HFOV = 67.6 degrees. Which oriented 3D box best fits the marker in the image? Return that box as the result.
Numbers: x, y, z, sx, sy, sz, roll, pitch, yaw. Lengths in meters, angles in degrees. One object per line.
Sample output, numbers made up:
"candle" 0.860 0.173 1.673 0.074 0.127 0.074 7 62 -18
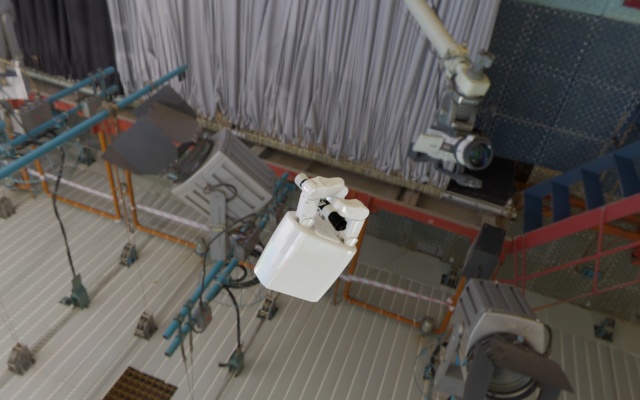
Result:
"marker" 0.000 0.002 0.656 0.020 0.020 0.121 0 35 -37
